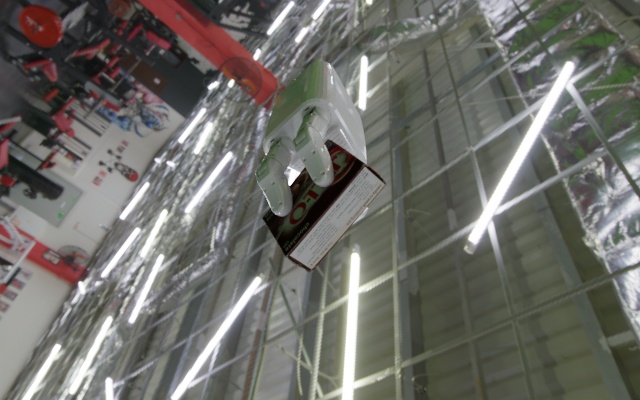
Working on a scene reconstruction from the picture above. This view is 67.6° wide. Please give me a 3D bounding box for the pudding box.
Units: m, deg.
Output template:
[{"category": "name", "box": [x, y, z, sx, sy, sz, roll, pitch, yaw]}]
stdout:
[{"category": "pudding box", "box": [0.000, 0.002, 0.468, 0.039, 0.113, 0.090, 36, 5, -28]}]
